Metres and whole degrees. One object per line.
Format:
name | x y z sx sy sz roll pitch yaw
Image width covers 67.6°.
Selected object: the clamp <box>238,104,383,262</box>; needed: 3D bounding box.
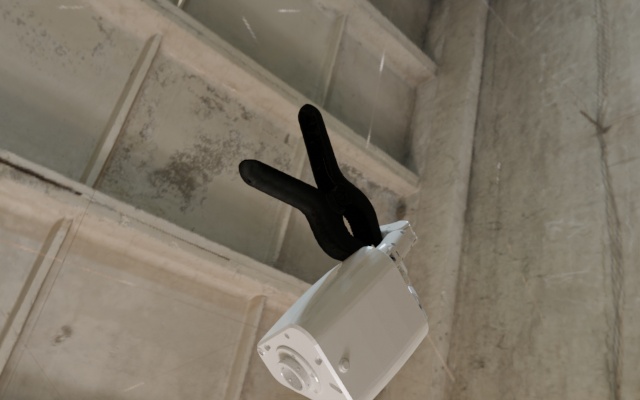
clamp | 0.000 0.002 0.447 0.120 0.171 0.039 -38 8 -39
